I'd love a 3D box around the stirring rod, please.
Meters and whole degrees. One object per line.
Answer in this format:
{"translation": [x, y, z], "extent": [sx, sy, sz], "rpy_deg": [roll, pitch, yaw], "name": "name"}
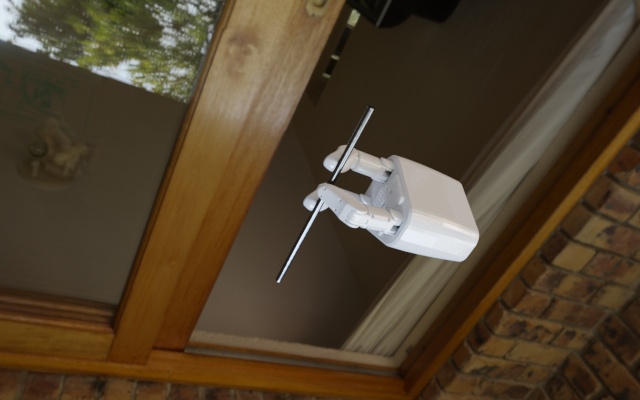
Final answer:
{"translation": [0.000, 0.002, 0.534], "extent": [0.011, 0.240, 0.011], "rpy_deg": [23, 26, -12], "name": "stirring rod"}
